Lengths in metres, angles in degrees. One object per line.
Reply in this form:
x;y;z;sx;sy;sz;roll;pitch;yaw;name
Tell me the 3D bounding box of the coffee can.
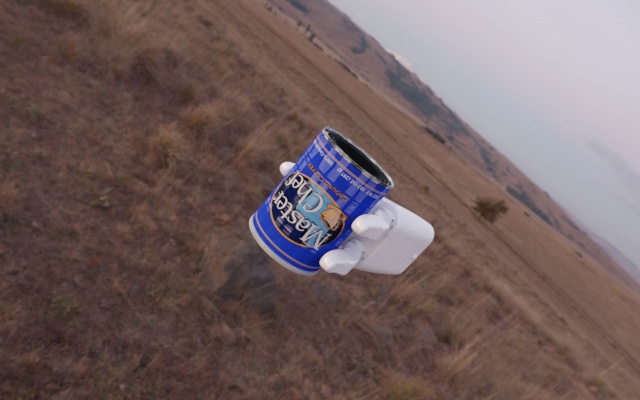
0.000;0.002;0.548;0.103;0.140;0.102;36;17;-13;coffee can
